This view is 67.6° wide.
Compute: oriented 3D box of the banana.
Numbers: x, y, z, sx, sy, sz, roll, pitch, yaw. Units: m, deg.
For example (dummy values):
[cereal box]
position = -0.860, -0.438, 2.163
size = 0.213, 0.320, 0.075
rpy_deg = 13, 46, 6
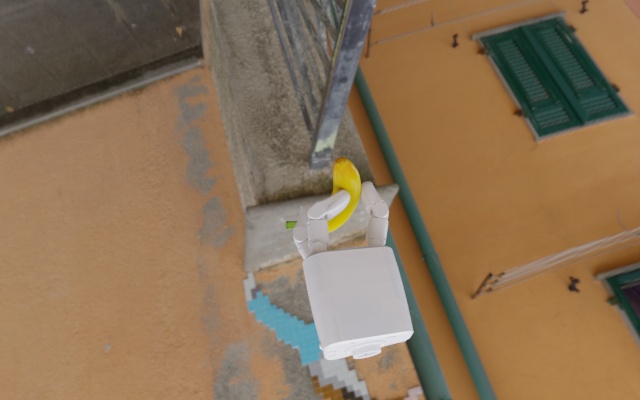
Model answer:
[banana]
position = 0.016, 0.005, 0.657
size = 0.069, 0.037, 0.198
rpy_deg = 4, -30, -24
